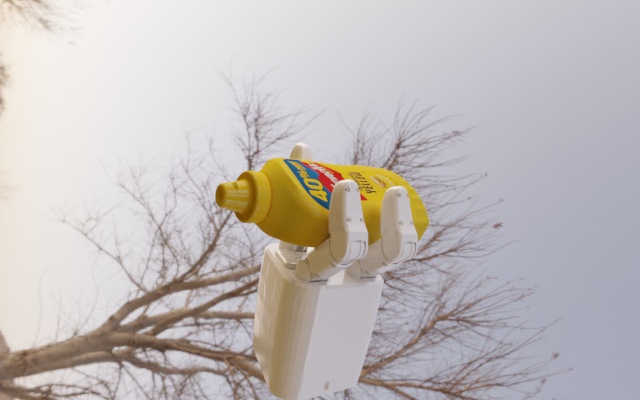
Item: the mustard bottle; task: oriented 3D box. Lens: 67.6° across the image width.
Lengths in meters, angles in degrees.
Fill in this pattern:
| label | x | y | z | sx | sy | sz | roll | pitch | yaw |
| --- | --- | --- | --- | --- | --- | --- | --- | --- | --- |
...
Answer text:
| label | x | y | z | sx | sy | sz | roll | pitch | yaw |
| --- | --- | --- | --- | --- | --- | --- | --- | --- | --- |
| mustard bottle | 0.000 | 0.001 | 0.414 | 0.191 | 0.058 | 0.096 | 3 | 36 | -37 |
